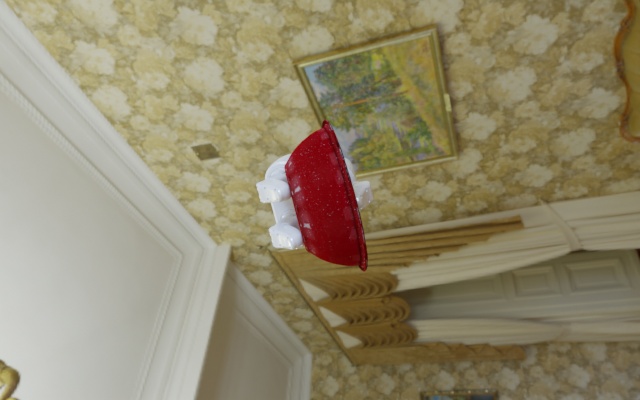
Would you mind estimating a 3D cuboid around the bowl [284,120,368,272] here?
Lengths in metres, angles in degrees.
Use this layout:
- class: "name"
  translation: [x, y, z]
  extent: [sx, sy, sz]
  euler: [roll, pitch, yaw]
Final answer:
- class: "bowl"
  translation: [0.000, 0.002, 0.495]
  extent: [0.055, 0.162, 0.162]
  euler: [-15, 1, -4]
